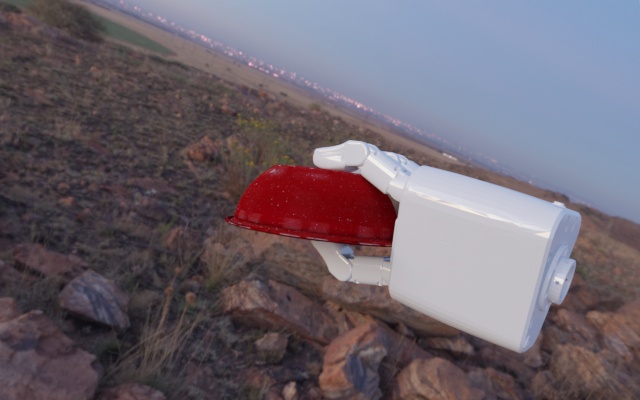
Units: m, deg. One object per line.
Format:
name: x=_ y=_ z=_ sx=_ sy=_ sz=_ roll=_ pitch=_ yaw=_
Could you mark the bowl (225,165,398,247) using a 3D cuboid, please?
bowl: x=-0.001 y=0.001 z=0.424 sx=0.162 sy=0.055 sz=0.162 roll=7 pitch=1 yaw=0
